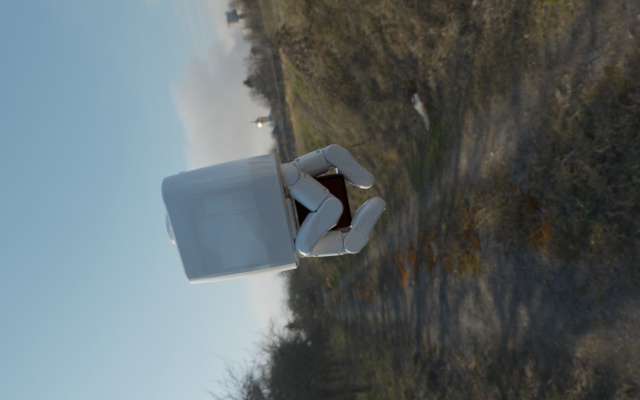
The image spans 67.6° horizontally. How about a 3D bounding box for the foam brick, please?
[{"bbox_3d":[0.000,0.002,0.494,0.051,0.053,0.078,-11,3,-2],"label":"foam brick"}]
